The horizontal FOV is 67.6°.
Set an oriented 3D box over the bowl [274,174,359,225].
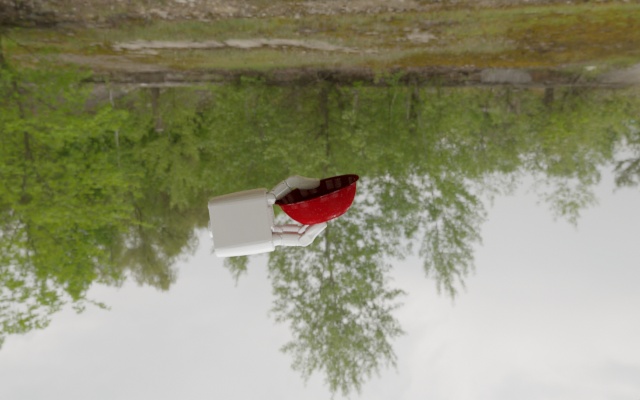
[{"bbox_3d":[0.002,0.003,0.874,0.162,0.055,0.162,-17,12,4],"label":"bowl"}]
